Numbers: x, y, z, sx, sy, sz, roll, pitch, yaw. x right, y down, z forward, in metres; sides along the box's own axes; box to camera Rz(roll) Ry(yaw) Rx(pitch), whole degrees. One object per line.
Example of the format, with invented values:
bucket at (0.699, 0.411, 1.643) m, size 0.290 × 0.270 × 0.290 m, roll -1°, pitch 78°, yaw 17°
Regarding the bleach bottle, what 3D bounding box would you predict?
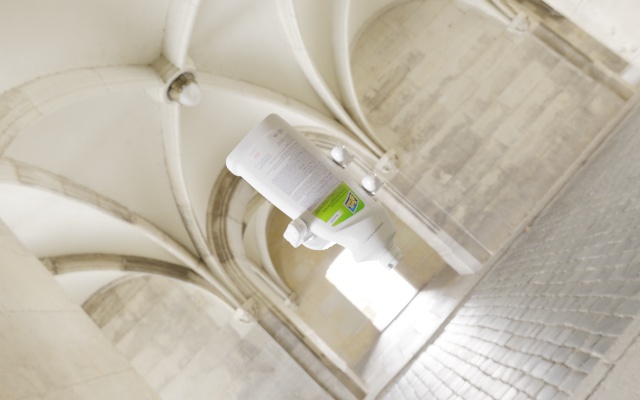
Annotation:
bleach bottle at (0.000, 0.002, 0.622) m, size 0.251 × 0.102 × 0.068 m, roll 43°, pitch -2°, yaw 10°
